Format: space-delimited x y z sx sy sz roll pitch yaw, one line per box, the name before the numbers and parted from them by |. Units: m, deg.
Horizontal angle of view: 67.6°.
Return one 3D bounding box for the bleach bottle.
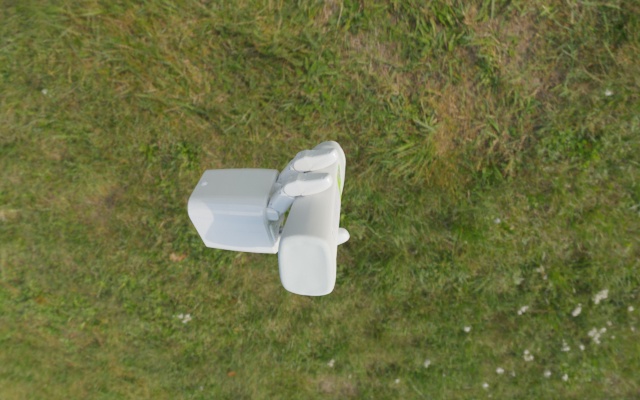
bleach bottle | 0.000 0.002 0.654 0.068 0.103 0.250 4 38 7
